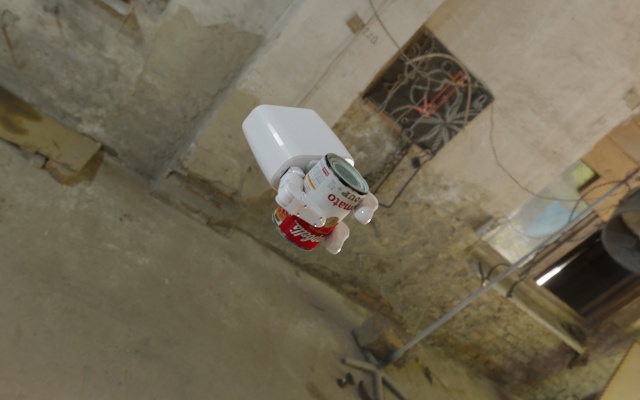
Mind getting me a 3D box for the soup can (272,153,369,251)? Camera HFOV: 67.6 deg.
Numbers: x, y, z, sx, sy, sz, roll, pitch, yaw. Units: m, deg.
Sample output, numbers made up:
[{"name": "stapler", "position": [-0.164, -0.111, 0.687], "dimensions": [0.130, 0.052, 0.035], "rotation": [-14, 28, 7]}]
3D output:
[{"name": "soup can", "position": [0.000, 0.002, 0.567], "dimensions": [0.102, 0.068, 0.068], "rotation": [-47, -21, 22]}]
